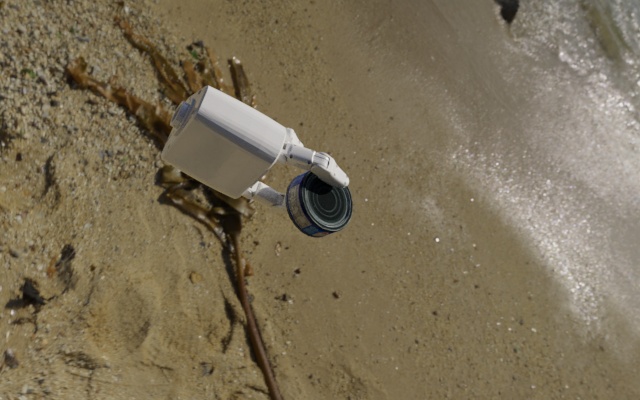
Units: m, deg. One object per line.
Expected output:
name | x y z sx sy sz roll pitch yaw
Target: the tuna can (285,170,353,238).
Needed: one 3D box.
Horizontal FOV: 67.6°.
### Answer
tuna can | 0.001 0.002 0.604 0.086 0.086 0.034 0 -15 -40
